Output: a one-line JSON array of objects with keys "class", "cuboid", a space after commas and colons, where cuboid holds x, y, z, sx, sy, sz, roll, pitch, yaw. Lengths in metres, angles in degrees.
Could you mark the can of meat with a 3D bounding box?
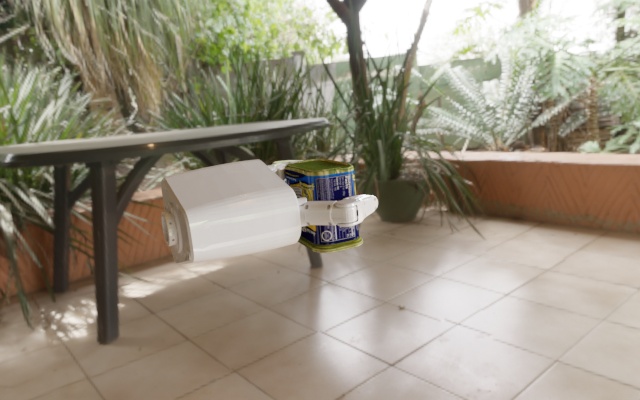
[{"class": "can of meat", "cuboid": [0.000, 0.001, 0.518, 0.057, 0.084, 0.102, -10, 13, -22]}]
